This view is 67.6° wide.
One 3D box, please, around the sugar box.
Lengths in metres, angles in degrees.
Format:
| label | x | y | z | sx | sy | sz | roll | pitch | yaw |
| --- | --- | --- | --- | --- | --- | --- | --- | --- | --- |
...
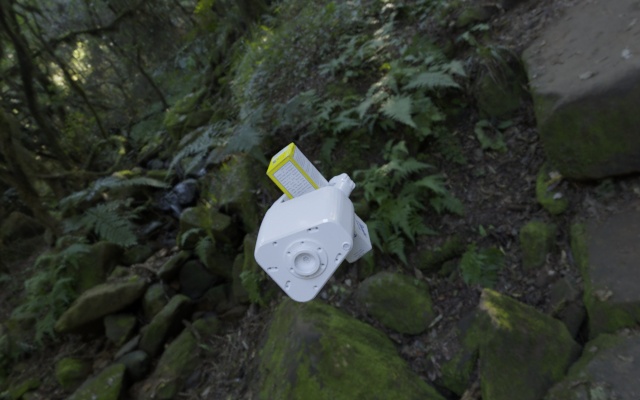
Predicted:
| label | x | y | z | sx | sy | sz | roll | pitch | yaw |
| --- | --- | --- | --- | --- | --- | --- | --- | --- | --- |
| sugar box | 0.000 | 0.003 | 0.682 | 0.048 | 0.176 | 0.093 | -37 | 15 | 12 |
